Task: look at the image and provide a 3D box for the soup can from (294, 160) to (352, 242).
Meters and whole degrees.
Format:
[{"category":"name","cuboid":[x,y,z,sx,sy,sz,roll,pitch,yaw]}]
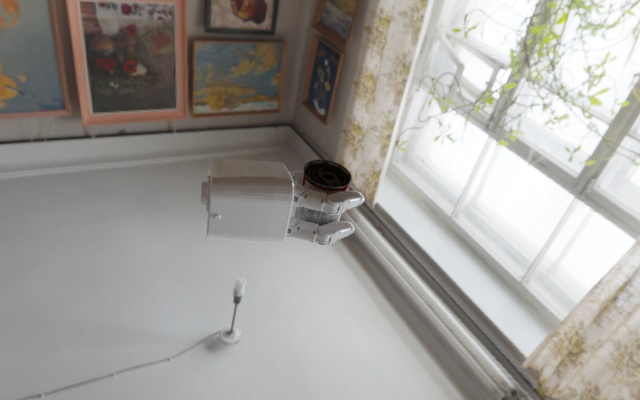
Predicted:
[{"category":"soup can","cuboid":[0.001,0.002,0.686,0.068,0.102,0.068,9,35,-7]}]
